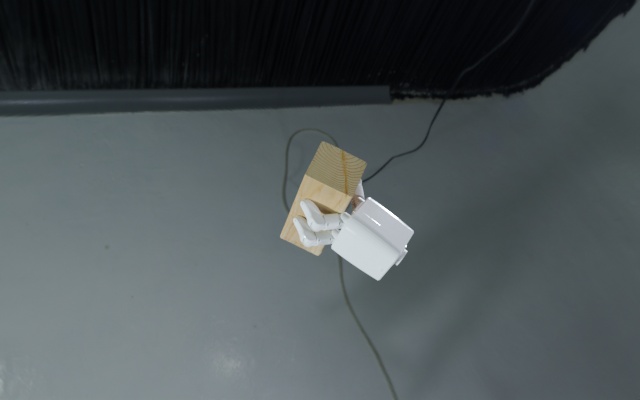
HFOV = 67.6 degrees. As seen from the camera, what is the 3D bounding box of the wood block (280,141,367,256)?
[{"bbox_3d":[0.001,0.003,0.887,0.090,0.090,0.206,26,-39,0],"label":"wood block"}]
